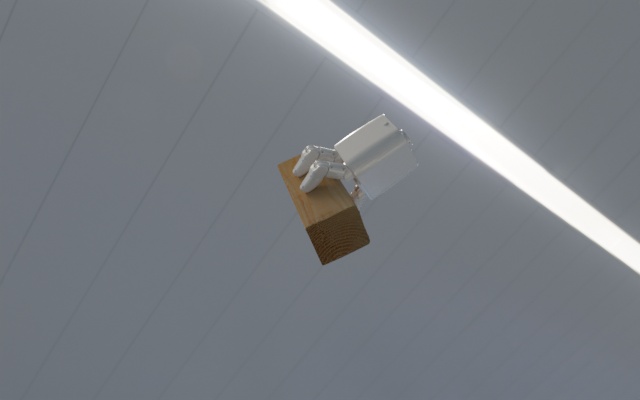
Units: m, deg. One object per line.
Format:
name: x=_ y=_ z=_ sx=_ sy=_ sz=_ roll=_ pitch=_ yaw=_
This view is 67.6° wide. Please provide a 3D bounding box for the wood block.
wood block: x=0.001 y=0.003 z=0.838 sx=0.090 sy=0.091 sz=0.206 roll=-25 pitch=37 yaw=-2
